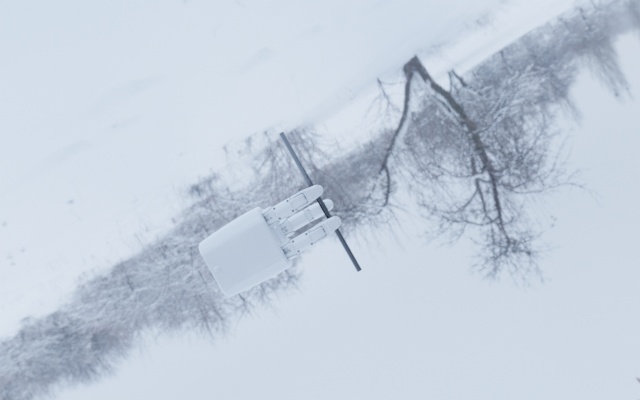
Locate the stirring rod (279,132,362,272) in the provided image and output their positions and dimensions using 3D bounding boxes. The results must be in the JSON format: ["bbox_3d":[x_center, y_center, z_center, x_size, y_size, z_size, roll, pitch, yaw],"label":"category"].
[{"bbox_3d":[0.000,0.002,0.724,0.011,0.239,0.011,-30,1,1],"label":"stirring rod"}]
